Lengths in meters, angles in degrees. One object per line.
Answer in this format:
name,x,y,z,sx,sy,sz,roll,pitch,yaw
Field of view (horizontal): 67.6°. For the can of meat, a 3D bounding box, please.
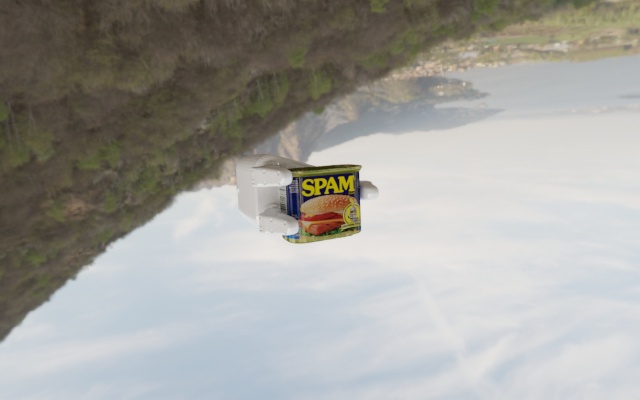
can of meat,0.000,0.002,0.574,0.102,0.084,0.057,-7,9,-26
